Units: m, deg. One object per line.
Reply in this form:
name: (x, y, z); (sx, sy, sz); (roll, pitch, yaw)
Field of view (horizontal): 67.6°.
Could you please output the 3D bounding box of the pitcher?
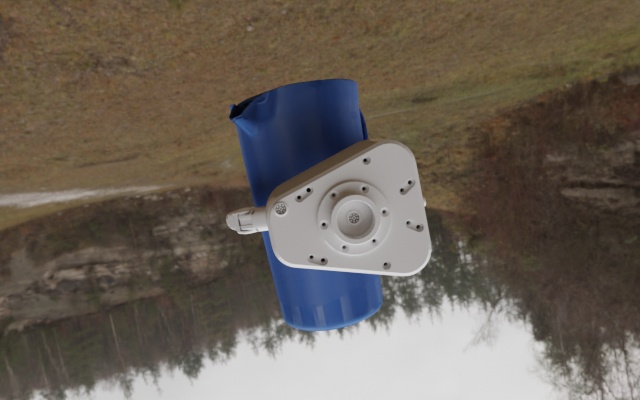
pitcher: (0.000, 0.002, 0.508); (0.149, 0.243, 0.145); (-11, 4, -5)
